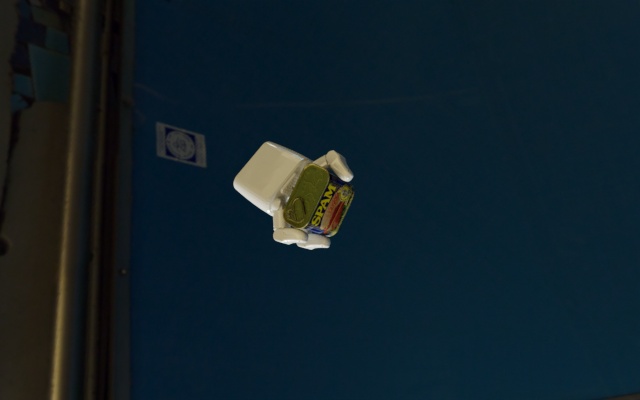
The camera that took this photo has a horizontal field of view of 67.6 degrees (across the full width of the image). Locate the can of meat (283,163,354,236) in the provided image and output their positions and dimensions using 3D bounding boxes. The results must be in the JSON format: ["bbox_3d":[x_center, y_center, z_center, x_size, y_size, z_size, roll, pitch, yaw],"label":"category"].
[{"bbox_3d":[0.000,0.003,0.764,0.057,0.102,0.084,28,3,39],"label":"can of meat"}]
